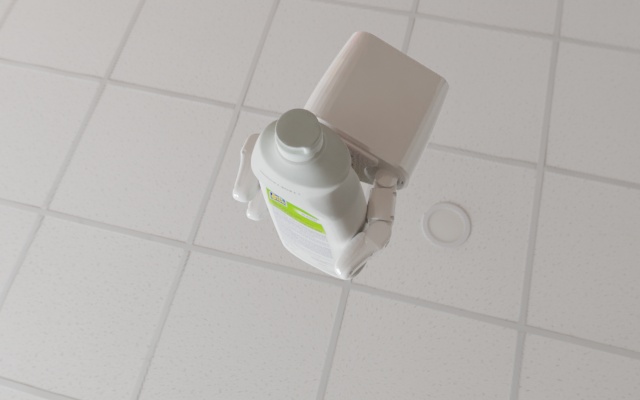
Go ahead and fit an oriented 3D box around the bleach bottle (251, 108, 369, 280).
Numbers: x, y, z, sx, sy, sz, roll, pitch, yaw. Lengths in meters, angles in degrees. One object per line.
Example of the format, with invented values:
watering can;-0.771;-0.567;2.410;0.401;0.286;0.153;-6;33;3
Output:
bleach bottle;0.000;0.001;0.412;0.102;0.068;0.251;25;-17;11
